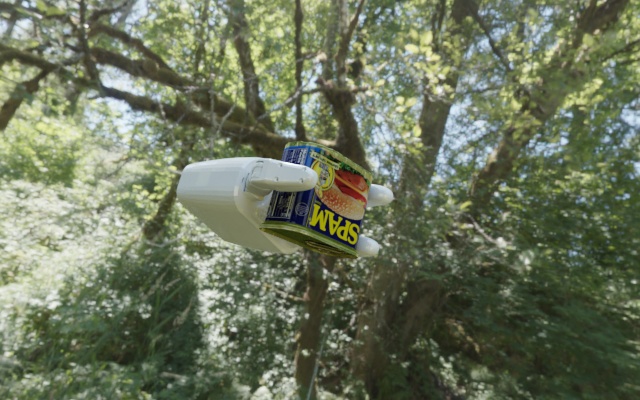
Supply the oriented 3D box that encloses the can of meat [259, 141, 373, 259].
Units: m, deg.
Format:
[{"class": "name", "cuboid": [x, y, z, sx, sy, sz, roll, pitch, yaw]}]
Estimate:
[{"class": "can of meat", "cuboid": [0.000, 0.001, 0.452, 0.057, 0.084, 0.102, 1, -19, 43]}]
